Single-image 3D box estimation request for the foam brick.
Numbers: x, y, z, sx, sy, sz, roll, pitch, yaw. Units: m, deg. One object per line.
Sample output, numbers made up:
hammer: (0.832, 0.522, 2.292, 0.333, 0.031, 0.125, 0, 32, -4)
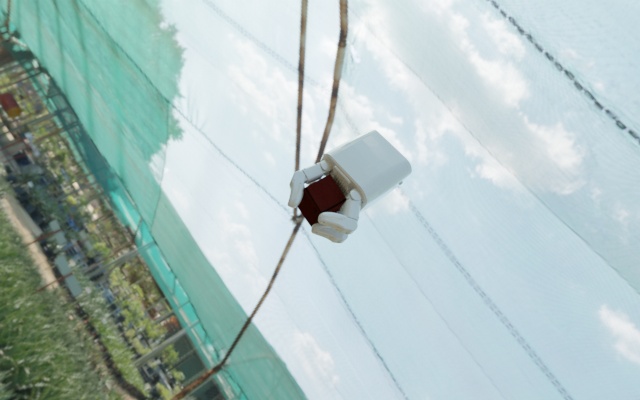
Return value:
foam brick: (0.000, 0.003, 0.786, 0.051, 0.053, 0.078, -30, -10, -21)
